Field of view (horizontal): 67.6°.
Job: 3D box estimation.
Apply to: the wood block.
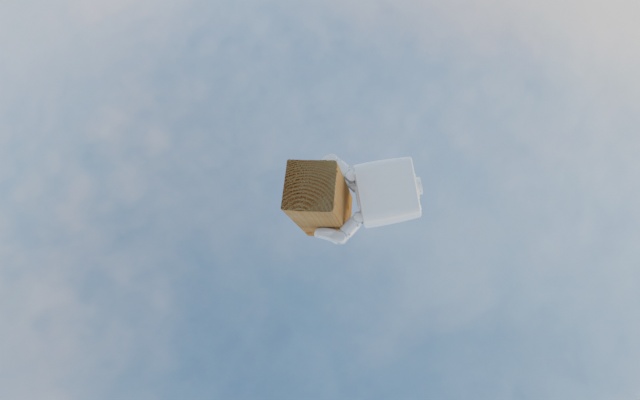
[{"bbox_3d":[0.001,0.003,0.879,0.090,0.090,0.206,2,-16,12],"label":"wood block"}]
